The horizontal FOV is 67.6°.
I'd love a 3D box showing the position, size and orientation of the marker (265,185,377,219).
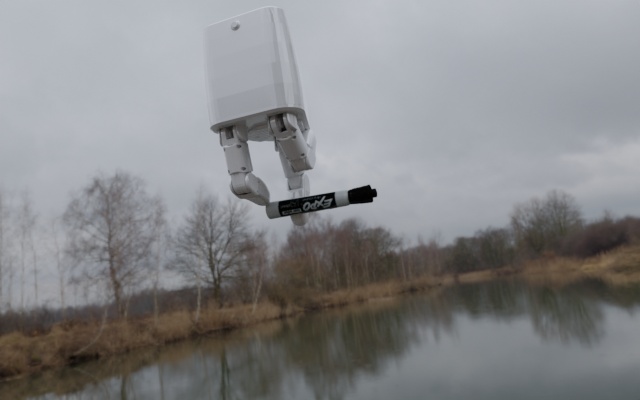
[{"bbox_3d":[0.000,0.002,0.503,0.121,0.020,0.020,-10,-3,18],"label":"marker"}]
